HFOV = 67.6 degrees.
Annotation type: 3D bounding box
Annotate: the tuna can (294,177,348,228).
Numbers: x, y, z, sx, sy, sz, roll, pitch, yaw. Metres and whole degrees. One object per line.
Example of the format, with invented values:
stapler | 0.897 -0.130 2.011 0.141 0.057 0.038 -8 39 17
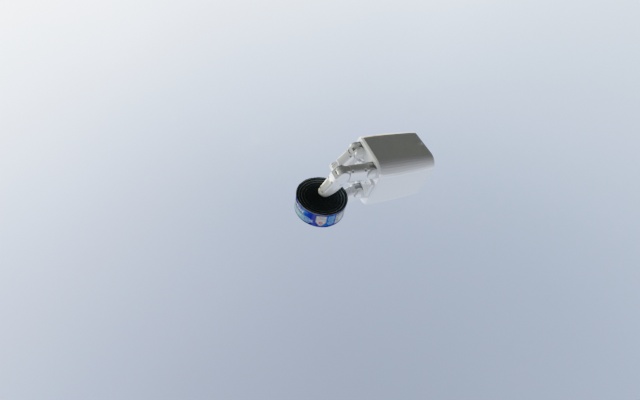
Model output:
tuna can | 0.000 0.003 0.784 0.086 0.086 0.034 0 -43 -12
